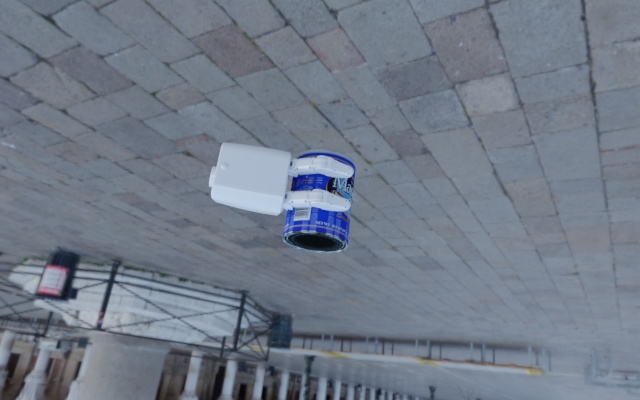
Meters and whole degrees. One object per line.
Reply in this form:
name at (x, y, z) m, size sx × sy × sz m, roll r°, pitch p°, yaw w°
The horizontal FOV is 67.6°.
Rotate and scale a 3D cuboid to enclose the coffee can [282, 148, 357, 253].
coffee can at (0.000, 0.002, 0.764) m, size 0.103 × 0.140 × 0.103 m, roll 6°, pitch -22°, yaw 3°
